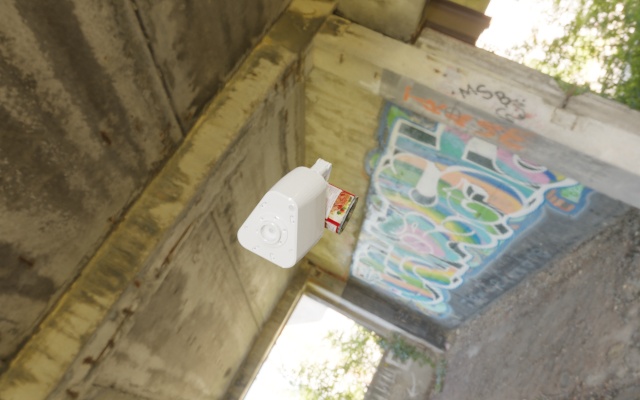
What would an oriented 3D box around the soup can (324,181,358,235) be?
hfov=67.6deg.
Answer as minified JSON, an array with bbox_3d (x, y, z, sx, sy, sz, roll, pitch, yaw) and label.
[{"bbox_3d":[0.000,0.002,0.762,0.102,0.068,0.068,26,5,10],"label":"soup can"}]
